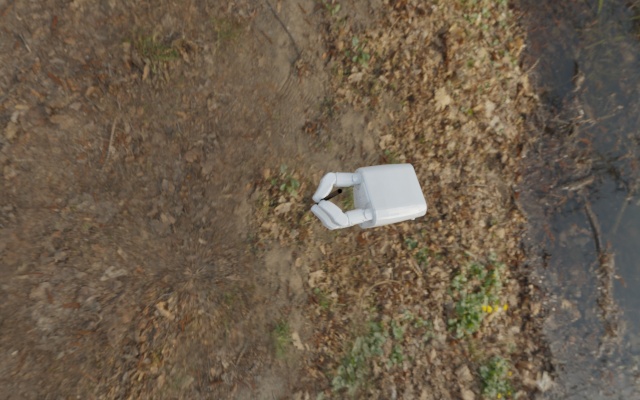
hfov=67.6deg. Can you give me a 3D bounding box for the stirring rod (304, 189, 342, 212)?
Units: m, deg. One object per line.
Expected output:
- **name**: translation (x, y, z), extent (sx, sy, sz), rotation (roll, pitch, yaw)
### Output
- **stirring rod**: translation (0.000, 0.003, 0.868), extent (0.011, 0.011, 0.239), rotation (0, -9, -15)
